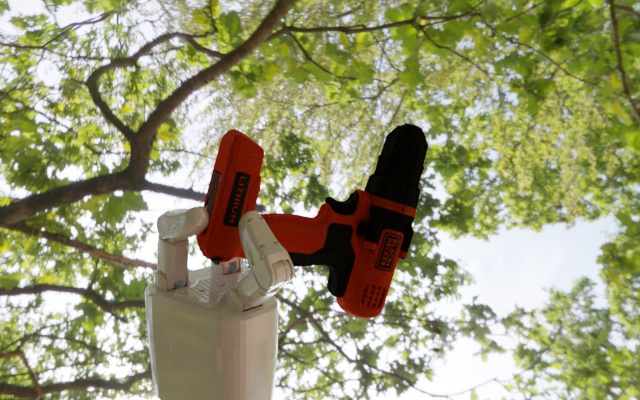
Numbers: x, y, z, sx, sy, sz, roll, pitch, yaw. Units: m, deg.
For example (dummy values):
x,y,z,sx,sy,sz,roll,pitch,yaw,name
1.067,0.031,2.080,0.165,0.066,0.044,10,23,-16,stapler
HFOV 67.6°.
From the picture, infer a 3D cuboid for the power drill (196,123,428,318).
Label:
x,y,z,sx,sy,sz,roll,pitch,yaw,name
0.000,0.002,0.415,0.188,0.184,0.057,16,-1,-22,power drill
